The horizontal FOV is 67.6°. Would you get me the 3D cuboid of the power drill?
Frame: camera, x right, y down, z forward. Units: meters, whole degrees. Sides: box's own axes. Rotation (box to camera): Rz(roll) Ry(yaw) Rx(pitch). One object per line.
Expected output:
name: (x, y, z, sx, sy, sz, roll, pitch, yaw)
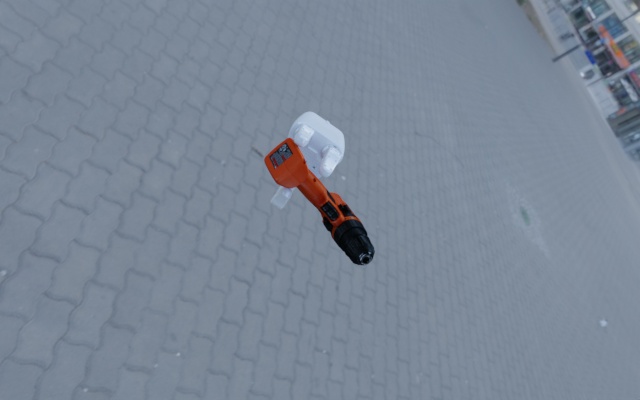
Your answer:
power drill: (0.000, 0.002, 0.730, 0.057, 0.188, 0.184, -39, 32, 3)
